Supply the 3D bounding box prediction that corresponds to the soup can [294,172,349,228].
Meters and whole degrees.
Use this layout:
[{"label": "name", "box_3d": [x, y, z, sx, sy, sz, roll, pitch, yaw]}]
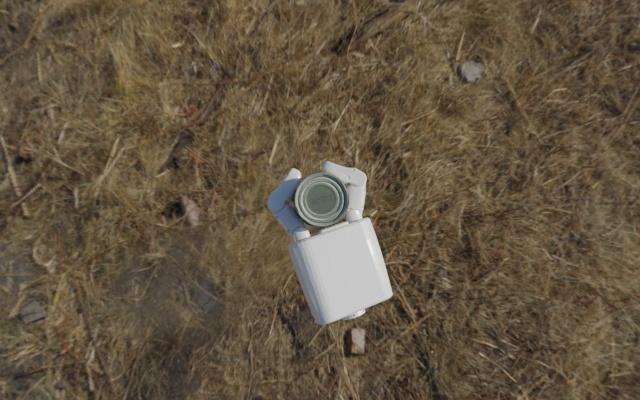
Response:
[{"label": "soup can", "box_3d": [0.000, 0.001, 0.611, 0.068, 0.068, 0.102, 0, -3, -1]}]
